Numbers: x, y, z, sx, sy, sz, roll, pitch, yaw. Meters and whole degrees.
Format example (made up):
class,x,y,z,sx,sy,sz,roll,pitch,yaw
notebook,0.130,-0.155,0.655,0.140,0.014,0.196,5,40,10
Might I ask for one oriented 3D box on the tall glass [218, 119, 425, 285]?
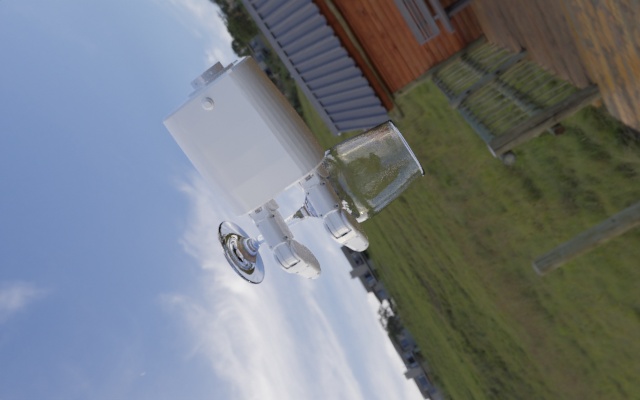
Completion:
class,x,y,z,sx,sy,sz,roll,pitch,yaw
tall glass,0.000,0.002,0.468,0.201,0.079,0.079,-32,-8,13
